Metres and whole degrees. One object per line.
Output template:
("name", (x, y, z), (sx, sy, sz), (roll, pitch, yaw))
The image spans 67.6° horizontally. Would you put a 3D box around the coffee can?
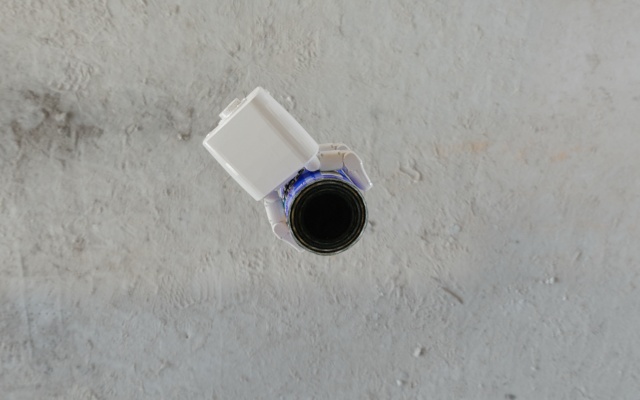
("coffee can", (0.000, 0.002, 0.656), (0.103, 0.103, 0.140), (0, 16, -8))
